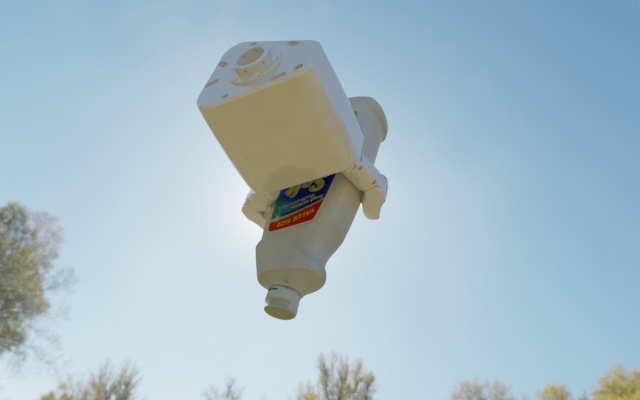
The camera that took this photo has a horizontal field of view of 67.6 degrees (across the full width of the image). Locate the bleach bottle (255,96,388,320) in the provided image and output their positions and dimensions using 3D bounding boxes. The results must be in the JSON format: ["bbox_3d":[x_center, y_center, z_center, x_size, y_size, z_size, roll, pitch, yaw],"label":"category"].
[{"bbox_3d":[0.000,0.002,0.489,0.102,0.250,0.068,-4,-41,26],"label":"bleach bottle"}]
